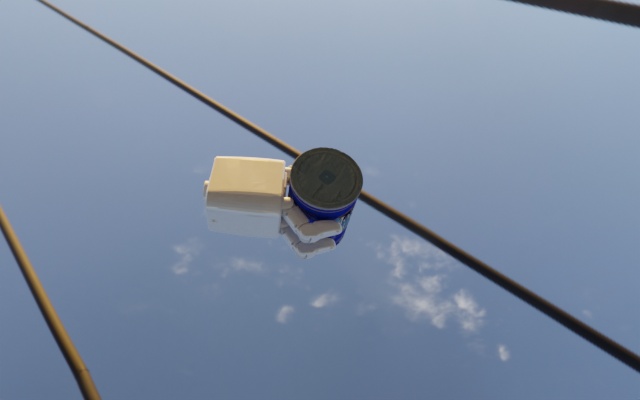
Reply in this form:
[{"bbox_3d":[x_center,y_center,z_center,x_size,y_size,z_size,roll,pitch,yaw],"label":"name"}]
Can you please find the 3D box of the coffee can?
[{"bbox_3d":[0.000,0.002,0.721,0.103,0.102,0.140,0,-31,-9],"label":"coffee can"}]
